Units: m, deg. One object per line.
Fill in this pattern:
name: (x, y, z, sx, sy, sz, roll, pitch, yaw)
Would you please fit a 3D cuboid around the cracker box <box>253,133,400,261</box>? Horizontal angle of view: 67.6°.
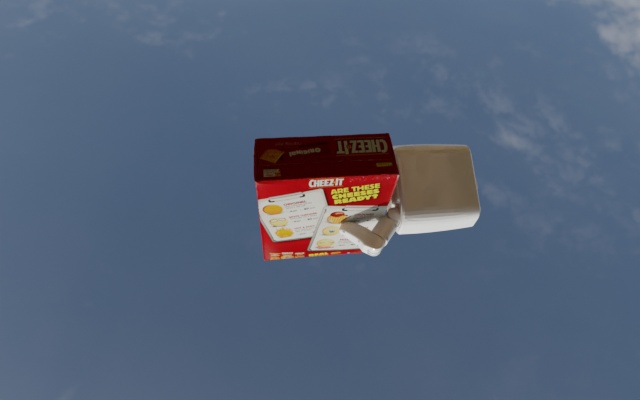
cracker box: (0.000, 0.002, 0.633, 0.164, 0.072, 0.214, -4, -31, -6)
